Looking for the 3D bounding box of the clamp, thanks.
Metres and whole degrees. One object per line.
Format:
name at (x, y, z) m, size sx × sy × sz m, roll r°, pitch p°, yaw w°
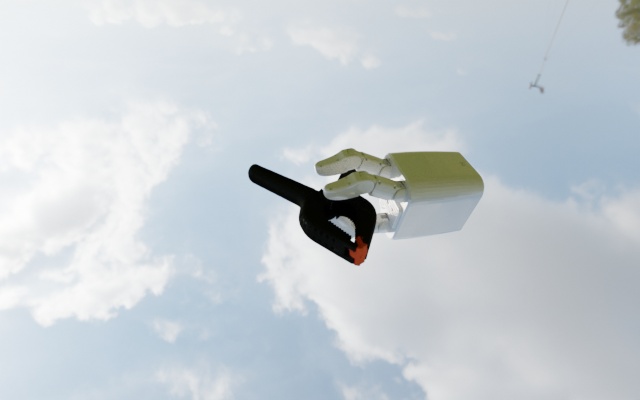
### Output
clamp at (0.000, 0.003, 0.597) m, size 0.164 × 0.036 × 0.209 m, roll -6°, pitch 38°, yaw -11°
